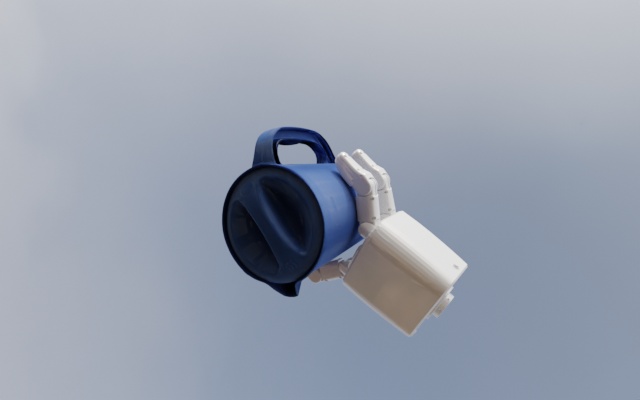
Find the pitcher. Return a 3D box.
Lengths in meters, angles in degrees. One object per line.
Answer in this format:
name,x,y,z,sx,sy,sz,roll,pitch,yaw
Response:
pitcher,0.000,0.002,0.605,0.145,0.149,0.243,40,24,18
